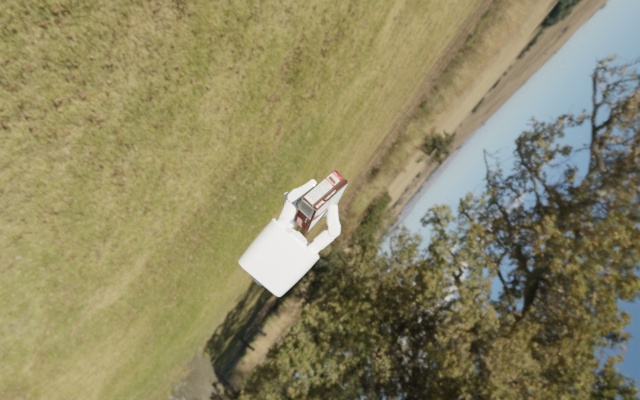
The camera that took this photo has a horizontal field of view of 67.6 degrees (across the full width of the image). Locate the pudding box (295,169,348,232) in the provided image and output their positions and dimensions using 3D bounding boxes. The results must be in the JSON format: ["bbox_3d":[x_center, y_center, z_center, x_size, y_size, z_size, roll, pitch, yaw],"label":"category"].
[{"bbox_3d":[0.000,0.003,0.894,0.090,0.039,0.113,-42,-9,-24],"label":"pudding box"}]
